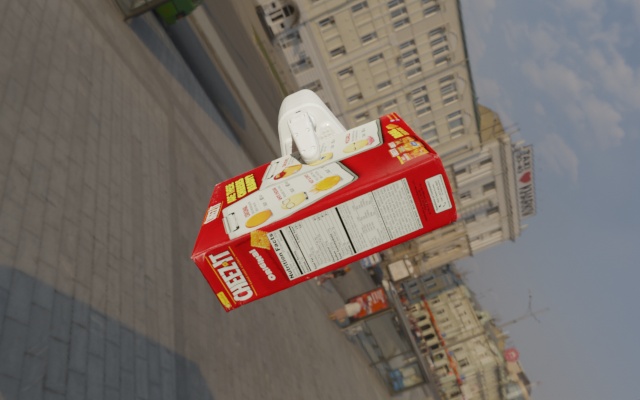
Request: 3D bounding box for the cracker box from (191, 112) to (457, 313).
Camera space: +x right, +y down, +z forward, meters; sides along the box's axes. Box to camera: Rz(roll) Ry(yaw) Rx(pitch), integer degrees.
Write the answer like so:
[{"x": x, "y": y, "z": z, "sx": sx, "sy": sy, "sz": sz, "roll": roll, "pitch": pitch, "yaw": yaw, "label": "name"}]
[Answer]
[{"x": 0.000, "y": 0.001, "z": 0.456, "sx": 0.214, "sy": 0.072, "sz": 0.164, "roll": -23, "pitch": 22, "yaw": 5, "label": "cracker box"}]
